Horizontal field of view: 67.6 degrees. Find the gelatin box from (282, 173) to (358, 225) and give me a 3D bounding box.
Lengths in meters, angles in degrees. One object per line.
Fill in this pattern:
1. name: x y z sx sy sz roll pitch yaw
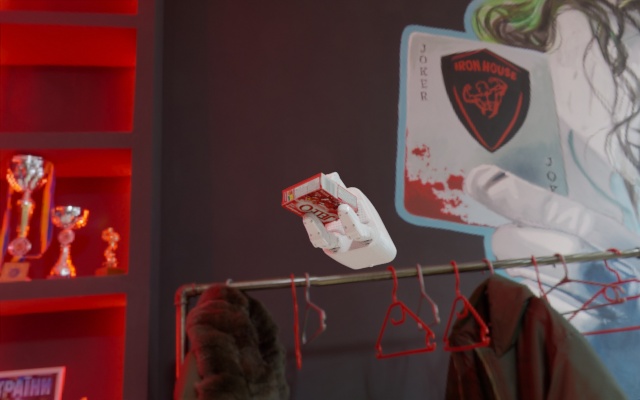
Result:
1. gelatin box: 0.000 0.002 0.689 0.073 0.030 0.089 -22 -37 32
